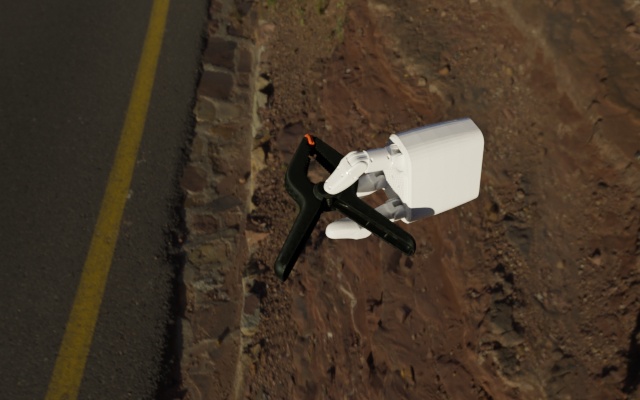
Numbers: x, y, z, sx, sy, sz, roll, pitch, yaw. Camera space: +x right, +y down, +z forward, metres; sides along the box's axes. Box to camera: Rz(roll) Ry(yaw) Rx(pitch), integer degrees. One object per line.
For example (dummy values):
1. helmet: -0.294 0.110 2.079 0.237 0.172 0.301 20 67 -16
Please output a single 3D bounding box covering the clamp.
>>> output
1. clamp: 0.000 0.001 0.586 0.164 0.209 0.036 -15 -36 -15
